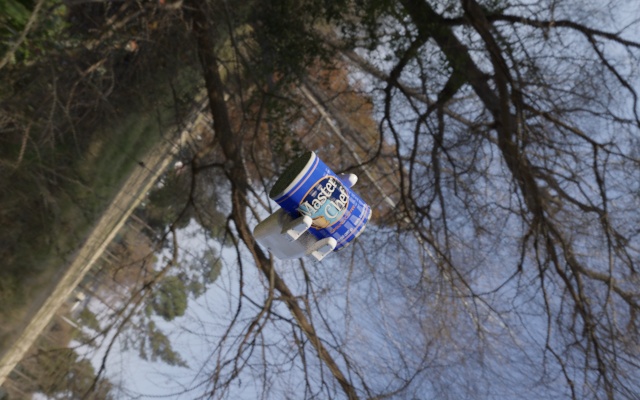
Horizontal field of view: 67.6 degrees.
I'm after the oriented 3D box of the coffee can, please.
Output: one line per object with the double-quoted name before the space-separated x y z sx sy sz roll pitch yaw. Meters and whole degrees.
"coffee can" 0.000 0.002 0.791 0.140 0.103 0.103 43 -15 -16
